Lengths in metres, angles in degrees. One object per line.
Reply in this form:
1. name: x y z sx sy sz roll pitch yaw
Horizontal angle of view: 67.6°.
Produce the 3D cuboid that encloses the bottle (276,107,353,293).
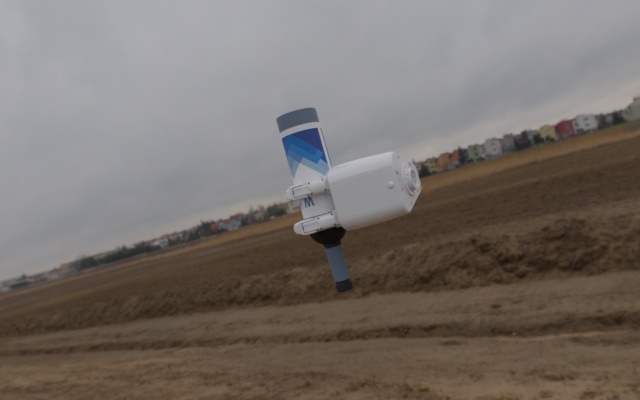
1. bottle: 0.000 0.002 0.768 0.069 0.295 0.069 -16 0 0
